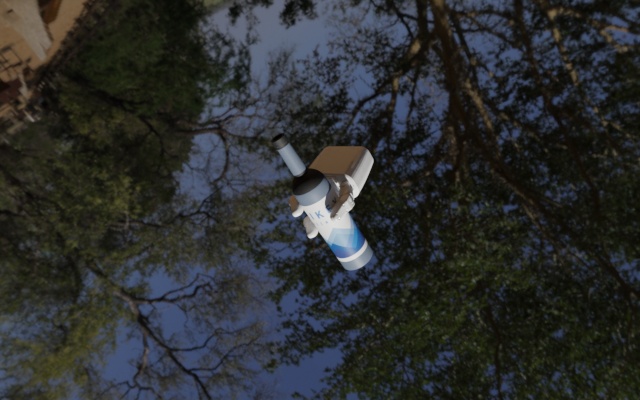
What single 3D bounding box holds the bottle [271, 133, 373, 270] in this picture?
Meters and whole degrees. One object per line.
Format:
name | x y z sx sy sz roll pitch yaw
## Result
bottle | 0.000 0.003 0.880 0.069 0.296 0.069 -27 26 14
